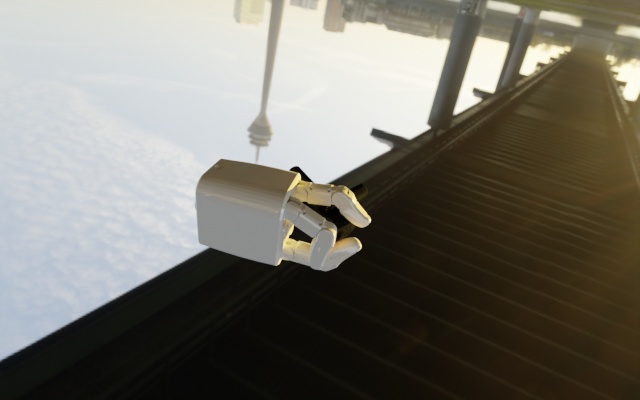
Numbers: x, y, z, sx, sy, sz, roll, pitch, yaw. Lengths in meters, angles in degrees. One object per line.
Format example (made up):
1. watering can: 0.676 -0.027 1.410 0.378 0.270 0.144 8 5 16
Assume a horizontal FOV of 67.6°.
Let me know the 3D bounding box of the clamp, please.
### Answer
1. clamp: 0.000 0.003 0.647 0.120 0.039 0.171 13 24 4
